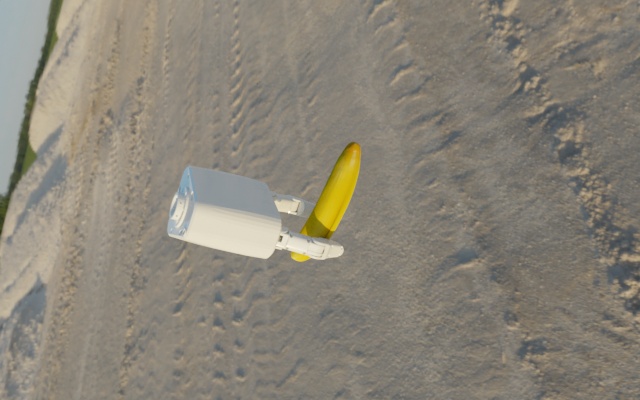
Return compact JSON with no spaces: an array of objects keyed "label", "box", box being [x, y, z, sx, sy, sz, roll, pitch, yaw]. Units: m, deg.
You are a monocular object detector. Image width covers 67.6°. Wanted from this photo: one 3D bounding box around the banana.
[{"label":"banana","box":[0.002,0.016,0.628,0.037,0.198,0.069,16,32,-26]}]
